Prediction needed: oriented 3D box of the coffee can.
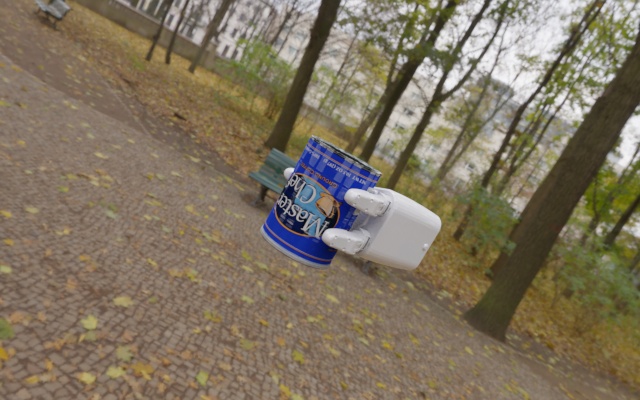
[{"bbox_3d":[0.000,0.002,0.613,0.103,0.140,0.103,28,10,-5],"label":"coffee can"}]
